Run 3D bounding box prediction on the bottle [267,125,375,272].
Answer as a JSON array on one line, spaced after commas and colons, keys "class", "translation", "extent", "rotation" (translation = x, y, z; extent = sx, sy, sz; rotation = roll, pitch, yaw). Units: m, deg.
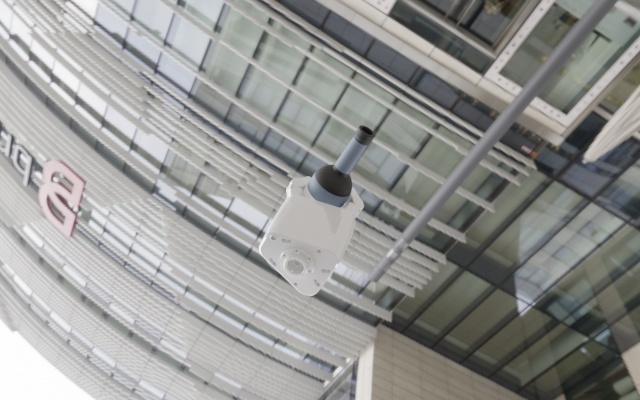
[{"class": "bottle", "translation": [0.000, 0.003, 0.774], "extent": [0.069, 0.296, 0.069], "rotation": [23, 34, -16]}]
